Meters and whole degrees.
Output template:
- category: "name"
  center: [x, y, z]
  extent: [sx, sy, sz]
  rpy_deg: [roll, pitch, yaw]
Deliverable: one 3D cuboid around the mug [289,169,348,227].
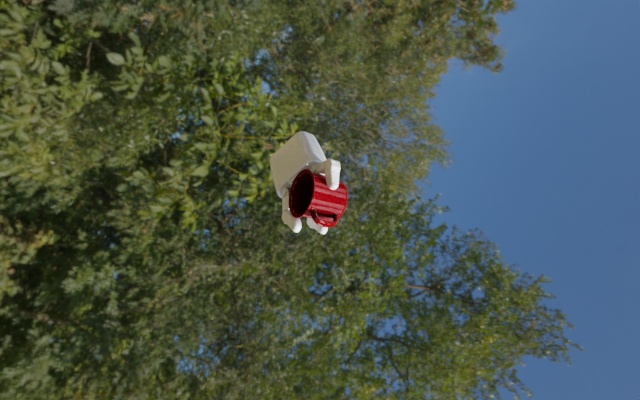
- category: "mug"
  center: [0.001, 0.004, 0.897]
  extent: [0.081, 0.117, 0.093]
  rpy_deg: [13, -52, -31]
